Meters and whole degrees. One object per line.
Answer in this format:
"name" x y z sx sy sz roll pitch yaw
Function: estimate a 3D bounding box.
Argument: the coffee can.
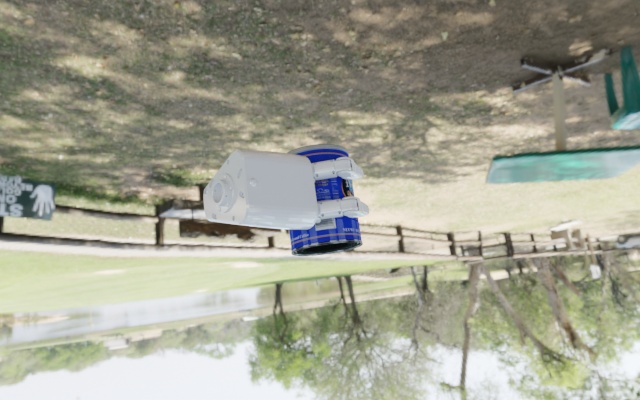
"coffee can" 0.000 0.002 0.690 0.103 0.140 0.103 -8 -14 -2
